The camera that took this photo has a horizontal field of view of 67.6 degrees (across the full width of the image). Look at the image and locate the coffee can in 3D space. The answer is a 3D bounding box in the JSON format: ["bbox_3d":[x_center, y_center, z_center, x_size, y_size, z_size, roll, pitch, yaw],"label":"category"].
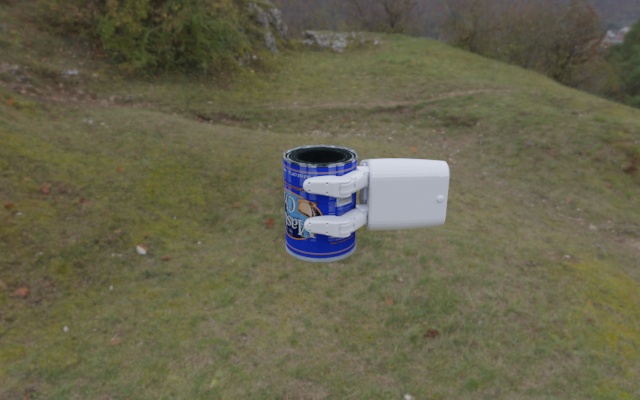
[{"bbox_3d":[0.000,0.002,0.672,0.103,0.140,0.102,0,21,0],"label":"coffee can"}]
